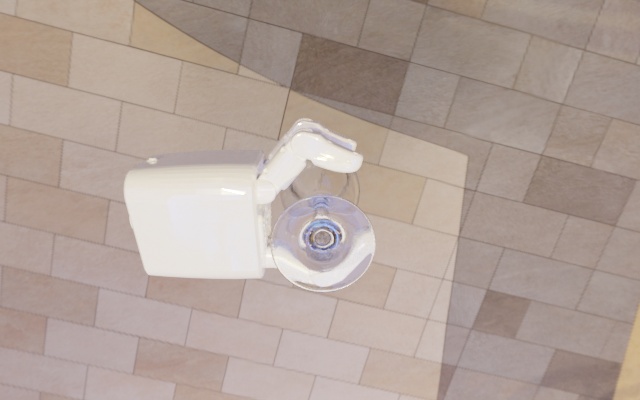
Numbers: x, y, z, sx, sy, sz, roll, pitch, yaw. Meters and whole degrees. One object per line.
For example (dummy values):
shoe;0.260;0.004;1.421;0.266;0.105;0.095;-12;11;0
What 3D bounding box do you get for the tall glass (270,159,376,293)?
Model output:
tall glass;0.000;0.002;0.428;0.079;0.079;0.201;0;18;-1
